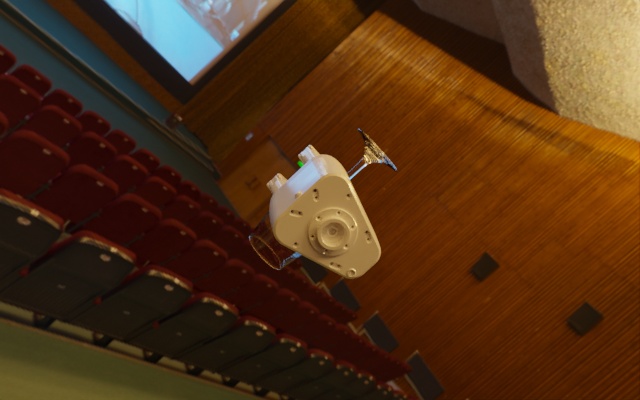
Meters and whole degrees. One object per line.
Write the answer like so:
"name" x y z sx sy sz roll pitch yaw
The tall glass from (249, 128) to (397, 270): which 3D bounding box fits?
"tall glass" 0.001 0.002 0.619 0.201 0.079 0.079 -42 -5 5
